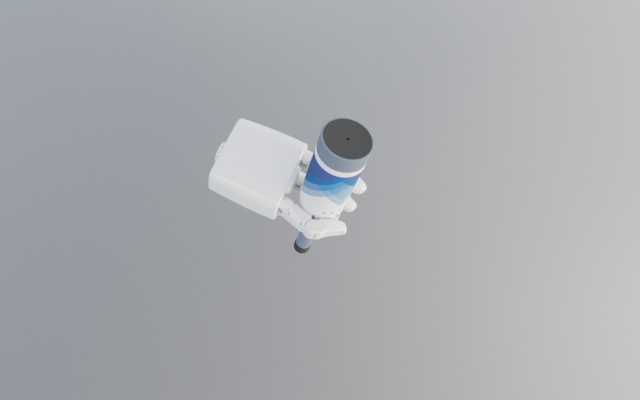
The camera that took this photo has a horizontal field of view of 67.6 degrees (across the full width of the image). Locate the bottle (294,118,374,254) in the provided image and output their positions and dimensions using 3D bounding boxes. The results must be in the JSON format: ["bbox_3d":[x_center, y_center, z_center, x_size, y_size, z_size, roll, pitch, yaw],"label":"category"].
[{"bbox_3d":[0.000,0.002,0.689,0.069,0.069,0.296,0,-31,-15],"label":"bottle"}]
